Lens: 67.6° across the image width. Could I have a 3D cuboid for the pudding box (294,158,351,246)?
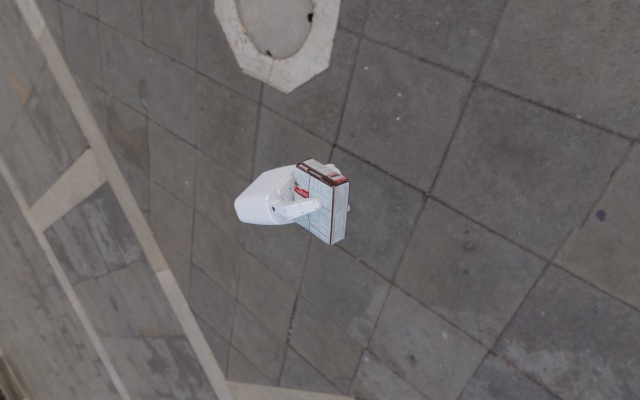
[{"bbox_3d":[0.000,0.002,0.748,0.039,0.114,0.090,-28,44,-36],"label":"pudding box"}]
